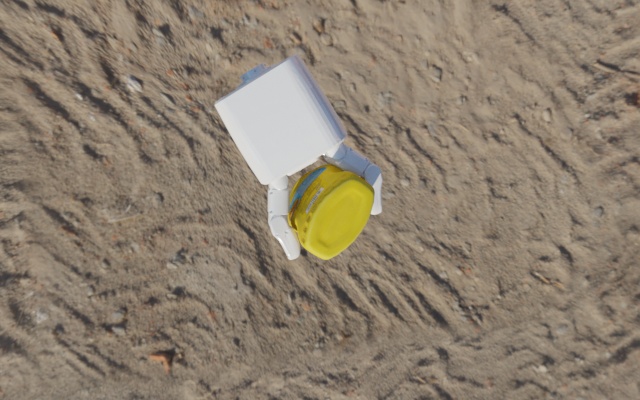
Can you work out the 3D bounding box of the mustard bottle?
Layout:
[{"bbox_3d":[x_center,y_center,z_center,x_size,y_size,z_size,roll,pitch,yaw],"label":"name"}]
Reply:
[{"bbox_3d":[0.000,0.002,0.588,0.058,0.096,0.191,32,2,-17],"label":"mustard bottle"}]
